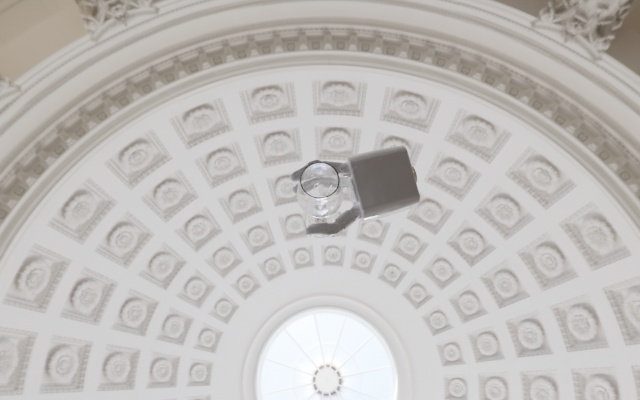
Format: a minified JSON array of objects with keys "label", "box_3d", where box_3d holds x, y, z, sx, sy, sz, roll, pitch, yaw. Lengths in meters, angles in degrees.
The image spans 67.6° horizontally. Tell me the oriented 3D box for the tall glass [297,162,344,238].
[{"label":"tall glass","box_3d":[0.000,0.003,0.833,0.079,0.079,0.201,0,-20,1]}]
